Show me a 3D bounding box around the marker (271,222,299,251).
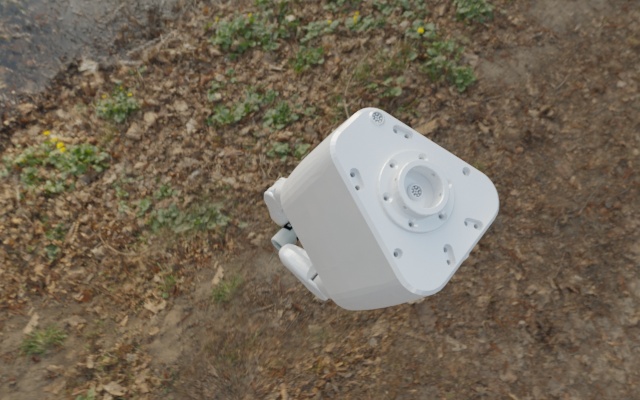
[{"bbox_3d":[0.000,0.001,0.455,0.121,0.020,0.020,-47,23,-24],"label":"marker"}]
